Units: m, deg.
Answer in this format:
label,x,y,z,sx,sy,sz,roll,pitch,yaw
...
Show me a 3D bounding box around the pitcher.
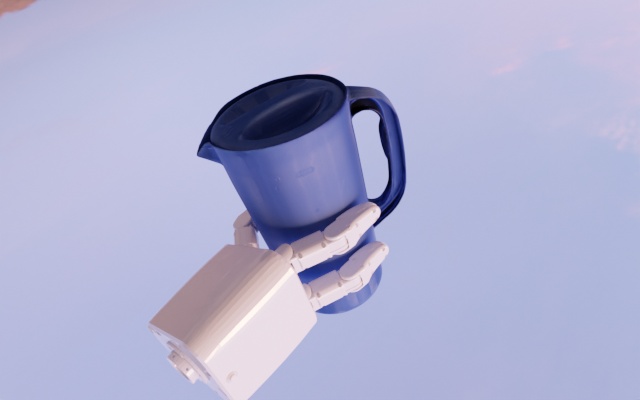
label,x,y,z,sx,sy,sz,roll,pitch,yaw
pitcher,0.000,0.002,0.493,0.149,0.243,0.145,16,49,38
